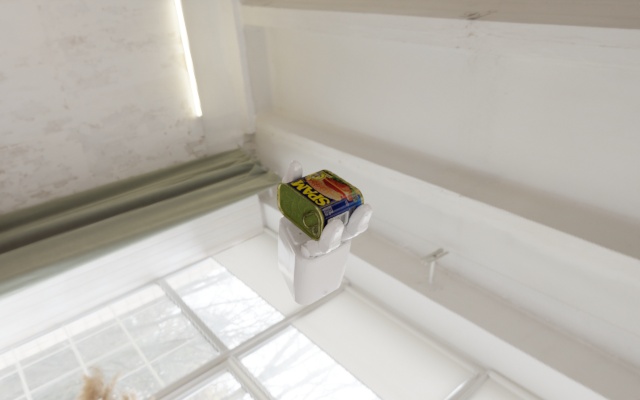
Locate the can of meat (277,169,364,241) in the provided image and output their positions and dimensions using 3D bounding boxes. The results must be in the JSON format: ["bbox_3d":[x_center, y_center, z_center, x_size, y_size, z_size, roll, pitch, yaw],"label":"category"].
[{"bbox_3d":[0.000,0.002,0.695,0.084,0.057,0.102,-23,43,-34],"label":"can of meat"}]
